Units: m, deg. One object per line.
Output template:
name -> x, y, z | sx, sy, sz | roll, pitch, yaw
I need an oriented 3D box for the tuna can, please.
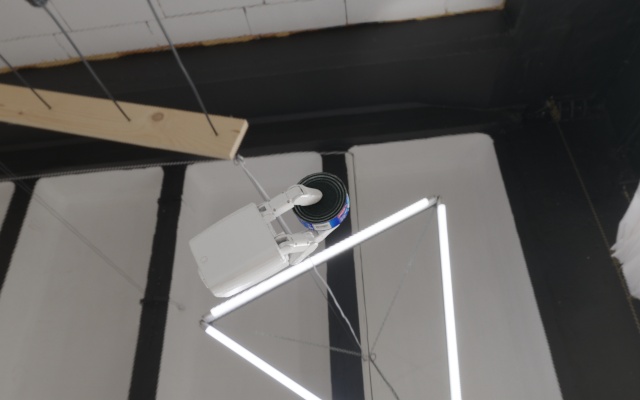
tuna can -> 0.000, 0.003, 0.720 | 0.086, 0.086, 0.034 | 0, -27, 13
